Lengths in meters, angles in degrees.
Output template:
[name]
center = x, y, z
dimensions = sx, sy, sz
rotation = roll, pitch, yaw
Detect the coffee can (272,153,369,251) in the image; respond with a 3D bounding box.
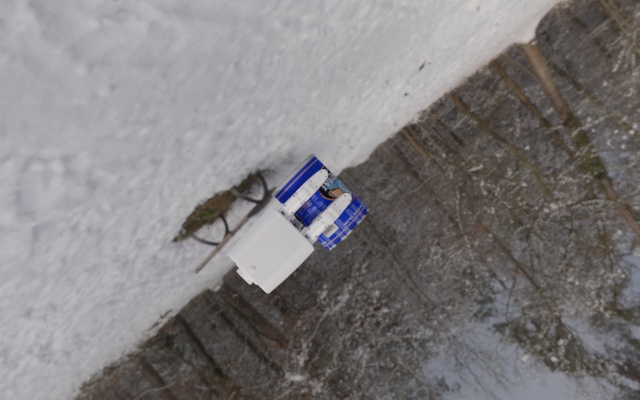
[coffee can]
center = 0.000, 0.002, 0.833
dimensions = 0.140, 0.103, 0.103
rotation = 45, 2, -2
